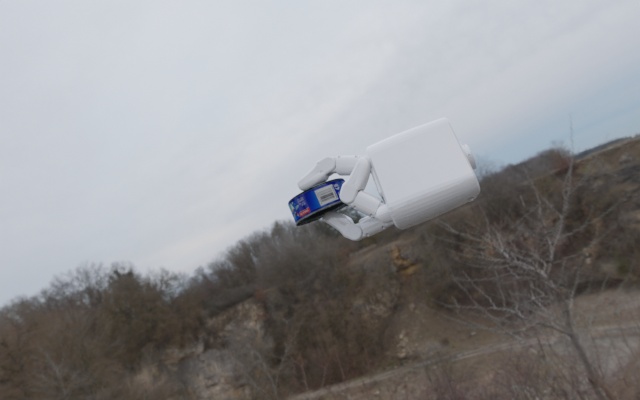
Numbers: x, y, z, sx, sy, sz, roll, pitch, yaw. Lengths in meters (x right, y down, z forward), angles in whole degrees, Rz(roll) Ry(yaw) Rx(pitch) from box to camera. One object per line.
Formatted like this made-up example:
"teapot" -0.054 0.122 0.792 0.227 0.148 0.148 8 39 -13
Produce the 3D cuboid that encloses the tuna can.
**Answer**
"tuna can" 0.000 0.002 0.646 0.086 0.033 0.086 -23 -8 -3
